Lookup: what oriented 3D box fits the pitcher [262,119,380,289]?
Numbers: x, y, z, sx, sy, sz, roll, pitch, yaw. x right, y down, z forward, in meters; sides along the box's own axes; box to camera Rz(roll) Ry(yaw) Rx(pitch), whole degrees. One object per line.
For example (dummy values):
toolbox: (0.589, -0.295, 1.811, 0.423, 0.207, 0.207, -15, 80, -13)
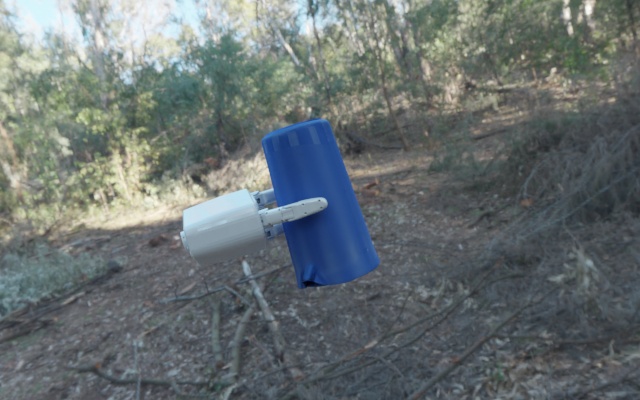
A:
pitcher: (0.000, 0.002, 0.741, 0.145, 0.243, 0.149, -17, 4, -9)
